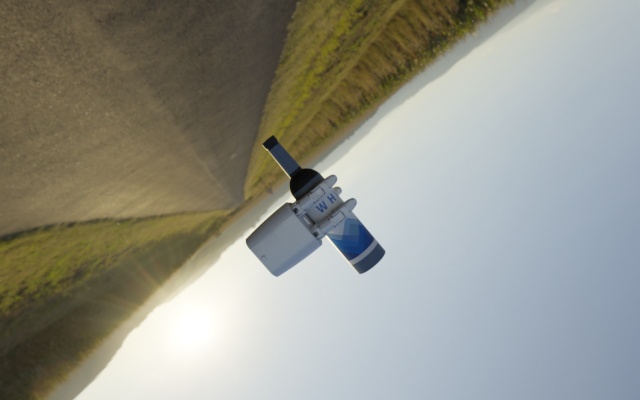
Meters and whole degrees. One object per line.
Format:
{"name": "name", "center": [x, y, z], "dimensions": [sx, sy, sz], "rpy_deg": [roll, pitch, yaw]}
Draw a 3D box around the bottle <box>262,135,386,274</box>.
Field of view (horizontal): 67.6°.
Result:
{"name": "bottle", "center": [0.000, 0.003, 0.869], "dimensions": [0.069, 0.296, 0.069], "rpy_deg": [-40, 6, 5]}
